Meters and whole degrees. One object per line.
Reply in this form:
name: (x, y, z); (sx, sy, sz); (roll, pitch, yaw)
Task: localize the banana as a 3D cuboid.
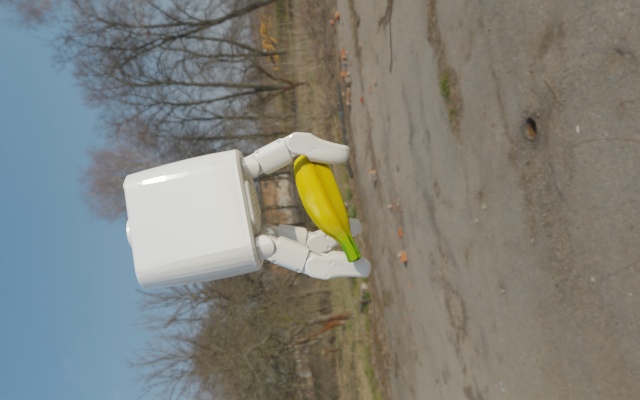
banana: (-0.004, -0.013, 0.481); (0.037, 0.070, 0.197); (-17, 27, -1)
